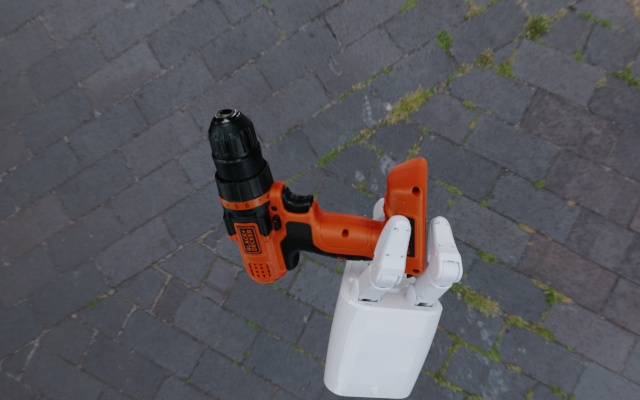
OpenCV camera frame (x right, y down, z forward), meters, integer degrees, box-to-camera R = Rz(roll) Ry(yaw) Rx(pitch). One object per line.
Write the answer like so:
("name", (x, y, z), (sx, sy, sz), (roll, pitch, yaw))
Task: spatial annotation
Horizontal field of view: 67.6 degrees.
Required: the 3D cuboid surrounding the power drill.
("power drill", (0.001, 0.002, 0.430), (0.187, 0.185, 0.057), (1, 38, 15))
